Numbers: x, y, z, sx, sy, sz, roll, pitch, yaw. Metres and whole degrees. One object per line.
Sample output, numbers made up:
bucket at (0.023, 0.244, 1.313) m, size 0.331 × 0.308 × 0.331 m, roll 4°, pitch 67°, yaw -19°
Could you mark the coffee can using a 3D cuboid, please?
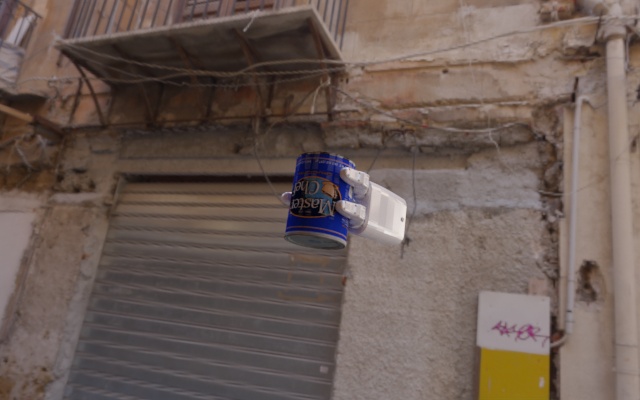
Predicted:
coffee can at (0.000, 0.003, 0.796) m, size 0.103 × 0.140 × 0.103 m, roll 8°, pitch -16°, yaw 2°
